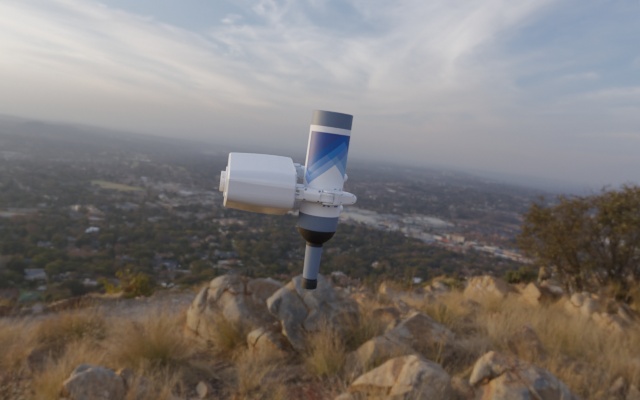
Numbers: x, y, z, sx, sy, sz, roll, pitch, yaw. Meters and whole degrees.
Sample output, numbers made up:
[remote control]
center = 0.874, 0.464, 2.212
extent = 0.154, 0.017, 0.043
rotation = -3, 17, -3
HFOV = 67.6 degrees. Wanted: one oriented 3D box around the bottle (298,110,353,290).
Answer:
[bottle]
center = 0.000, 0.002, 0.791
extent = 0.069, 0.296, 0.069
rotation = 8, 8, -1
